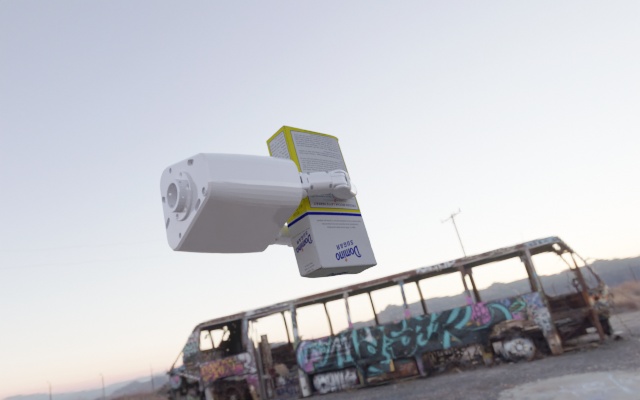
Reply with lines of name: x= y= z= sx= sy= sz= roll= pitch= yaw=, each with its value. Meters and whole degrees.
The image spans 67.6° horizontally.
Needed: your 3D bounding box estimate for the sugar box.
sugar box: x=0.000 y=0.002 z=0.567 sx=0.093 sy=0.176 sz=0.048 roll=4 pitch=-26 yaw=-42
